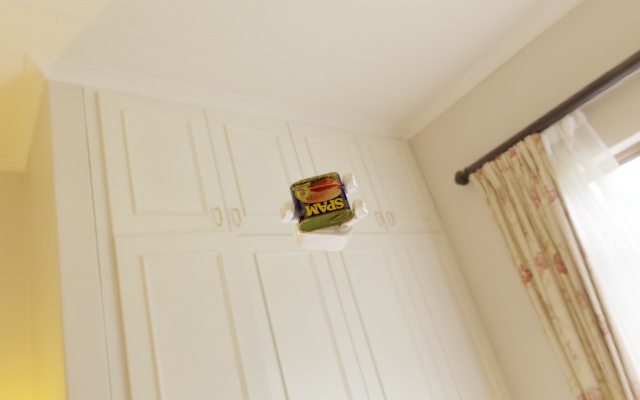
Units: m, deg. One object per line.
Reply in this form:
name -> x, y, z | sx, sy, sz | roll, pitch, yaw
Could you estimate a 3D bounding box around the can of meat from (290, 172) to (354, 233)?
can of meat -> 0.000, 0.003, 0.871 | 0.102, 0.084, 0.057 | -14, -24, -8
